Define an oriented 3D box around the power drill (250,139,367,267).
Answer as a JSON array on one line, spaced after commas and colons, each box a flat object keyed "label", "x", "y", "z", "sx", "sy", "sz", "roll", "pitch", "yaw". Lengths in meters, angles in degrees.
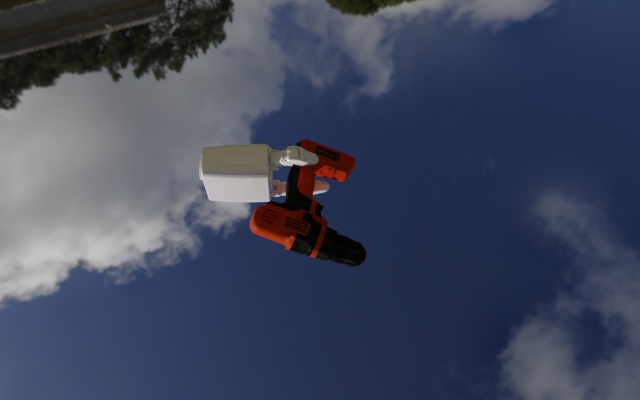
[{"label": "power drill", "x": 0.000, "y": 0.002, "z": 0.760, "sx": 0.184, "sy": 0.187, "sz": 0.057, "roll": 21, "pitch": -35, "yaw": -6}]
